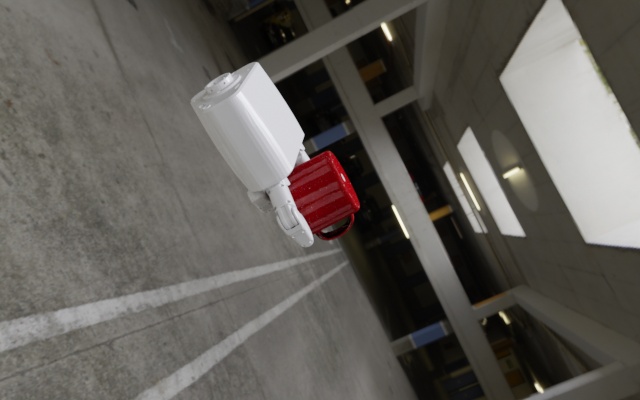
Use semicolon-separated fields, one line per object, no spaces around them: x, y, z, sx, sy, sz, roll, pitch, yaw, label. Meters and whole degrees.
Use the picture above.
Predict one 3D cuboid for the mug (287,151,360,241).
0.001;0.003;0.580;0.081;0.117;0.093;-28;30;9;mug
